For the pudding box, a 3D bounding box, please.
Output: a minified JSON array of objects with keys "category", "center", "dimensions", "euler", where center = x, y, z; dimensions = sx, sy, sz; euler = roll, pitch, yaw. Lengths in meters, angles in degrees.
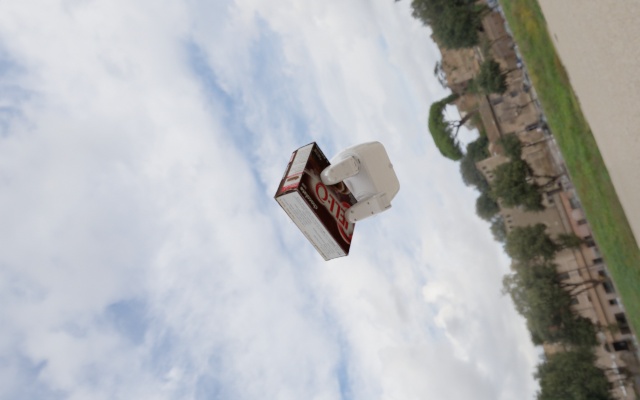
[{"category":"pudding box","center":[0.000,0.002,0.566],"dimensions":[0.039,0.113,0.090],"euler":[-21,33,30]}]
